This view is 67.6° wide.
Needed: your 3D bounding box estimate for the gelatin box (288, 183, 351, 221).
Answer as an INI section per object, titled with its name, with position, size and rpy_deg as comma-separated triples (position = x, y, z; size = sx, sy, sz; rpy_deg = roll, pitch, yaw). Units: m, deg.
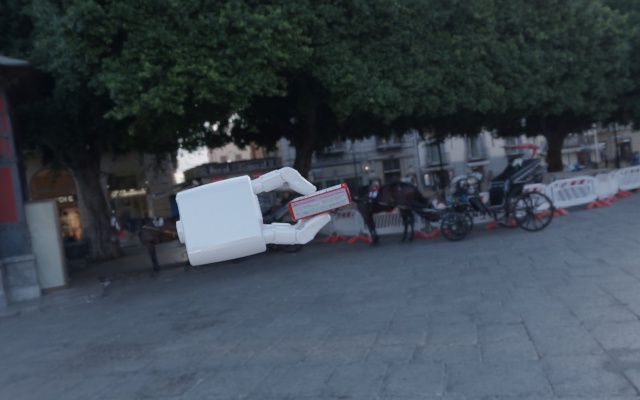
[gelatin box]
position = 0.000, 0.002, 0.709
size = 0.089, 0.030, 0.073
rpy_deg = -17, 4, 4
